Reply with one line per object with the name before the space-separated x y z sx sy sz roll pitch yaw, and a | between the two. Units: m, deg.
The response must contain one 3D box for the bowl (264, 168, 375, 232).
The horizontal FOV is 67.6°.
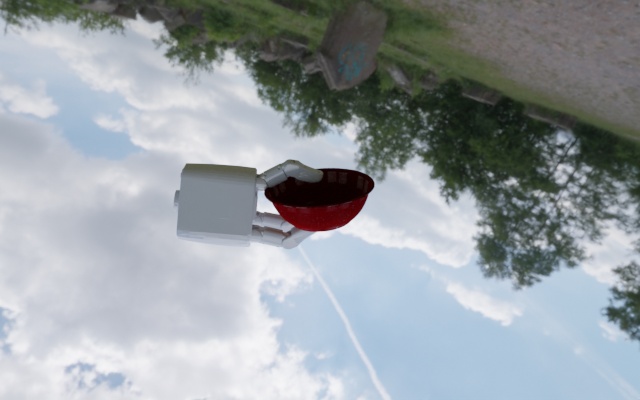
bowl | 0.001 0.003 0.703 0.162 0.055 0.162 -5 22 2
